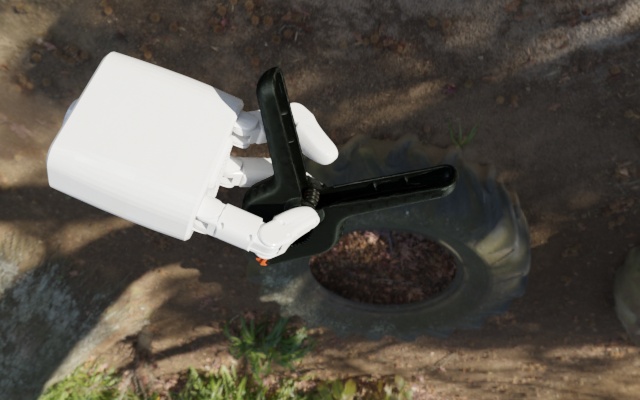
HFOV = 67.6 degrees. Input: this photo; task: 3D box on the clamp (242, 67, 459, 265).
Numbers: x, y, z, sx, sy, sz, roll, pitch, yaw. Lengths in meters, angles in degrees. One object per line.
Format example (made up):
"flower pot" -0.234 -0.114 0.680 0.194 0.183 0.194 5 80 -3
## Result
"clamp" -0.001 0.002 0.406 0.164 0.036 0.210 23 -42 -8
